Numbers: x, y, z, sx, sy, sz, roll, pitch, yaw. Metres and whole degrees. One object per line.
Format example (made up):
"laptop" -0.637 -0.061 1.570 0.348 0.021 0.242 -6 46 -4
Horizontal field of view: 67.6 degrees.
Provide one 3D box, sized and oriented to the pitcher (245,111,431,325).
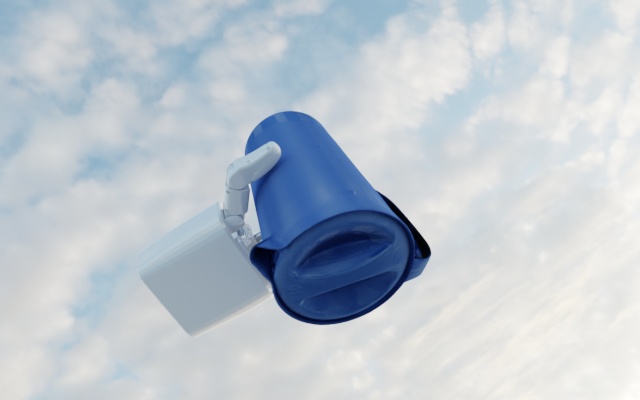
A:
"pitcher" 0.000 0.002 0.512 0.145 0.149 0.242 -32 38 4
